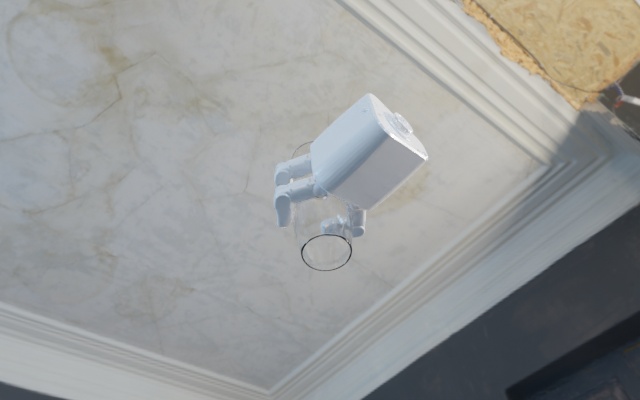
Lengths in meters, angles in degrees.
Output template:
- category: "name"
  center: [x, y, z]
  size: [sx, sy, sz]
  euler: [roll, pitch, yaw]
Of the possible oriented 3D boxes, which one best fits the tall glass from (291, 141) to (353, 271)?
- category: "tall glass"
  center: [0.000, 0.002, 0.648]
  size: [0.079, 0.079, 0.200]
  euler: [0, 38, -5]
